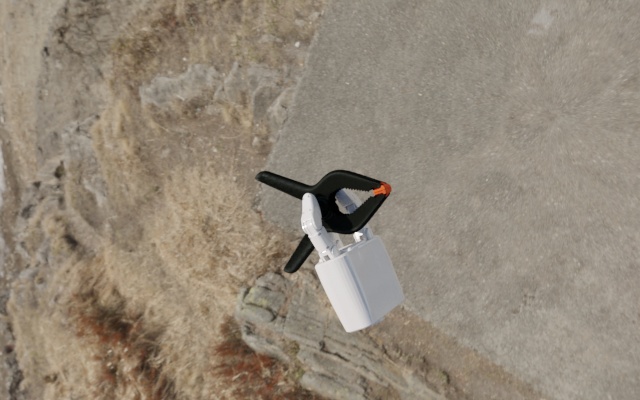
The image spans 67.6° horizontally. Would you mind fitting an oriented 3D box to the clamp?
[{"bbox_3d":[0.000,0.002,0.703,0.210,0.164,0.036,-25,-3,27],"label":"clamp"}]
